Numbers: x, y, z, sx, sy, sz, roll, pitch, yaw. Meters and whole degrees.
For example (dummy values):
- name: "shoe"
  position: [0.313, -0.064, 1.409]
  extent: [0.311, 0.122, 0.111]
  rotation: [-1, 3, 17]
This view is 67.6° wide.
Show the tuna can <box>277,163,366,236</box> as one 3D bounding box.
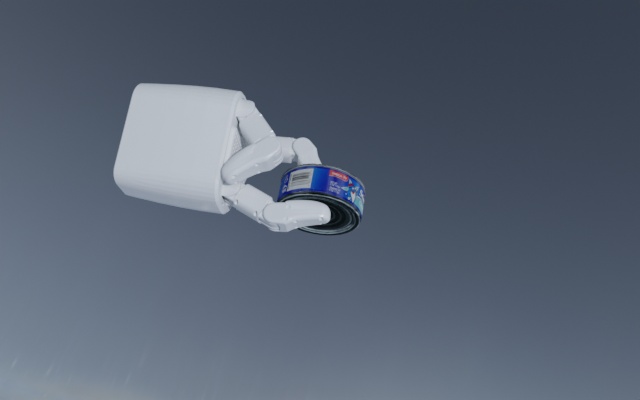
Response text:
- name: "tuna can"
  position: [0.000, 0.002, 0.470]
  extent: [0.086, 0.033, 0.086]
  rotation: [7, -30, 4]
